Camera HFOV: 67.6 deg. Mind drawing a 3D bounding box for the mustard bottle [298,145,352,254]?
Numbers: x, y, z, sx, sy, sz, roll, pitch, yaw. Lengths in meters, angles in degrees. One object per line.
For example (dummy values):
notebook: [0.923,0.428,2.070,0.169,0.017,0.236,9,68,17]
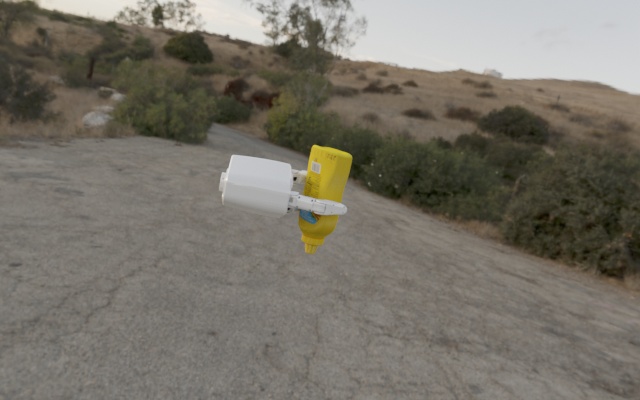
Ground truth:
mustard bottle: [0.001,0.003,0.849,0.058,0.191,0.096,6,12,-33]
